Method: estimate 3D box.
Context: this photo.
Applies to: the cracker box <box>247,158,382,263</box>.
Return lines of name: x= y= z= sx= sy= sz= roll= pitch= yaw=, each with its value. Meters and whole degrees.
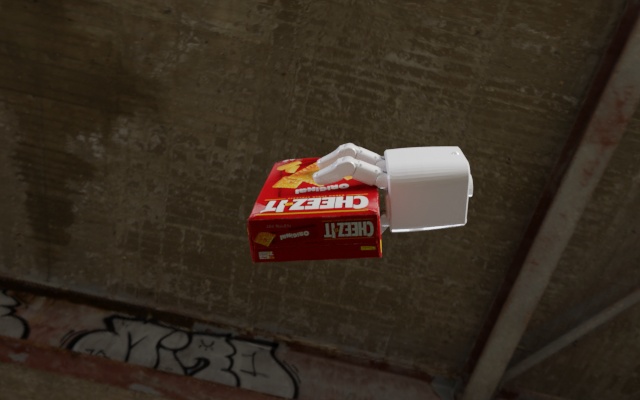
cracker box: x=0.000 y=0.002 z=0.676 sx=0.164 sy=0.072 sz=0.213 roll=-4 pitch=23 yaw=6
